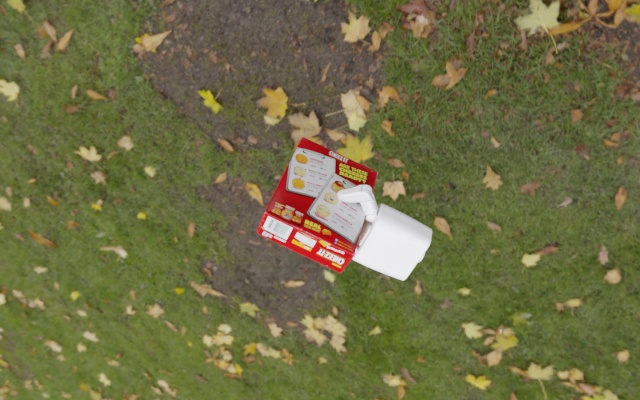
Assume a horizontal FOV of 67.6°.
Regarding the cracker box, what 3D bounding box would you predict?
[{"bbox_3d":[0.000,0.003,0.859,0.164,0.213,0.072,25,-45,-4],"label":"cracker box"}]
